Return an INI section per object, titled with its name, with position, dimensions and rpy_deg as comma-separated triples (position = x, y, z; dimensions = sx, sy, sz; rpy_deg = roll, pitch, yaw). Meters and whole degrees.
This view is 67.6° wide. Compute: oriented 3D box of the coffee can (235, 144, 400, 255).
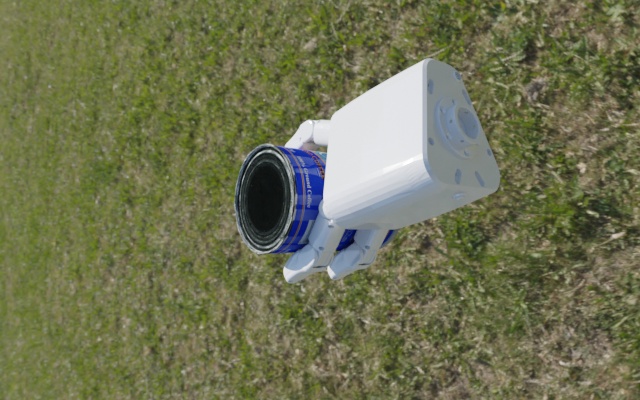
[coffee can]
position = 0.000, 0.002, 0.482
dimensions = 0.140, 0.103, 0.103
rpy_deg = 3, -2, -39
